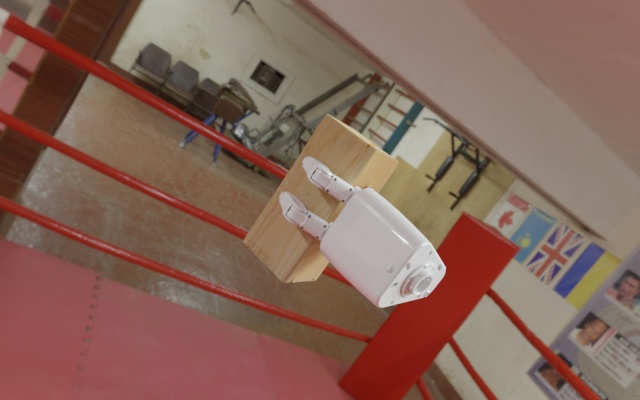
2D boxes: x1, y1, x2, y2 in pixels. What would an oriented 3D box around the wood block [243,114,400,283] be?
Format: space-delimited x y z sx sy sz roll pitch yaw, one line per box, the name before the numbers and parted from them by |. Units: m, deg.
wood block | 0.001 0.002 0.645 0.090 0.206 0.091 41 13 27
